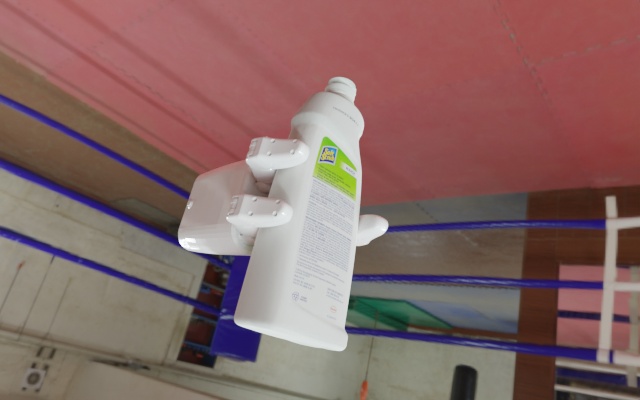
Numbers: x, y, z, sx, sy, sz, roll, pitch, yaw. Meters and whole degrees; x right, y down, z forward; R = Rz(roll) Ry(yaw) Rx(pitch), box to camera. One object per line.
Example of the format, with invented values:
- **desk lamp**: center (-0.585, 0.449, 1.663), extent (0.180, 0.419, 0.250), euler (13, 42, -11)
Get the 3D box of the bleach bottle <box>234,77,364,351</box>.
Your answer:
- **bleach bottle**: center (0.000, 0.001, 0.445), extent (0.068, 0.250, 0.103), euler (-6, -28, 42)
